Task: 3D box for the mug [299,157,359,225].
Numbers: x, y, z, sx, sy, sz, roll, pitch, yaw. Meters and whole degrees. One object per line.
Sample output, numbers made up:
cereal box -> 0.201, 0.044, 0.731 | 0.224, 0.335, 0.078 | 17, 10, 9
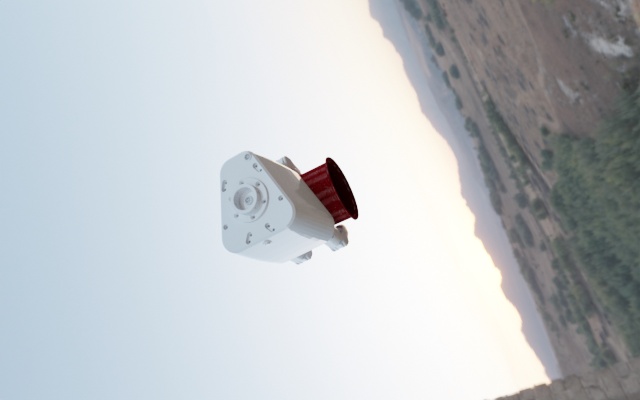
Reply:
mug -> 0.000, 0.002, 0.661 | 0.081, 0.093, 0.117 | -25, -21, 16
